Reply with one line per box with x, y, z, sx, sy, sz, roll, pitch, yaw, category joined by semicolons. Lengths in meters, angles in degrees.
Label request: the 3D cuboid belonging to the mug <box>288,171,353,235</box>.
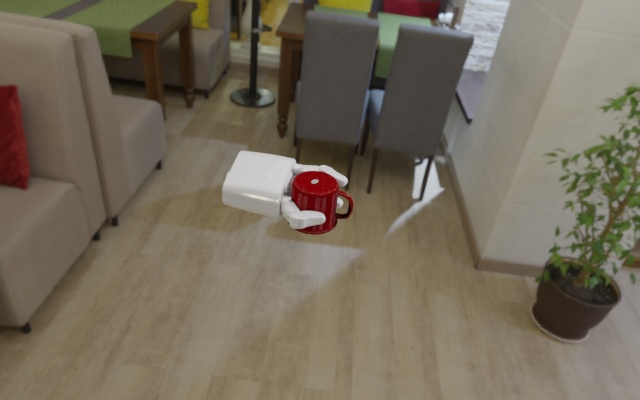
0.002;0.003;0.844;0.117;0.082;0.093;10;34;6;mug
